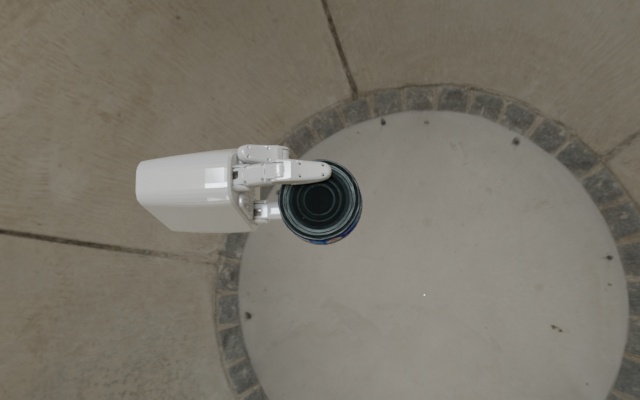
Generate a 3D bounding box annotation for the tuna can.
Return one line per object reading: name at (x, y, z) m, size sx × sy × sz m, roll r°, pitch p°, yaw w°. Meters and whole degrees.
tuna can at (0.000, 0.001, 0.492) m, size 0.086 × 0.086 × 0.034 m, roll 0°, pitch -11°, yaw 7°
